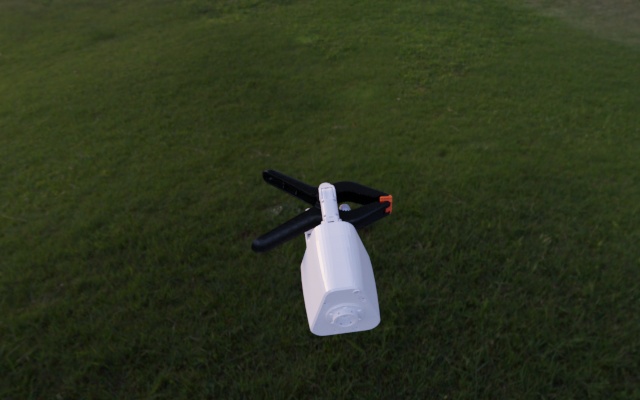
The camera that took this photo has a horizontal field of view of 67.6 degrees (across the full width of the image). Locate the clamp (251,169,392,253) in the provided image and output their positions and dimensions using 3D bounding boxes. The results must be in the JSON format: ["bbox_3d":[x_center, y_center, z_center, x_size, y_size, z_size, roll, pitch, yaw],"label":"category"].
[{"bbox_3d":[0.001,0.002,0.721,0.210,0.164,0.036,-7,-44,-2],"label":"clamp"}]
